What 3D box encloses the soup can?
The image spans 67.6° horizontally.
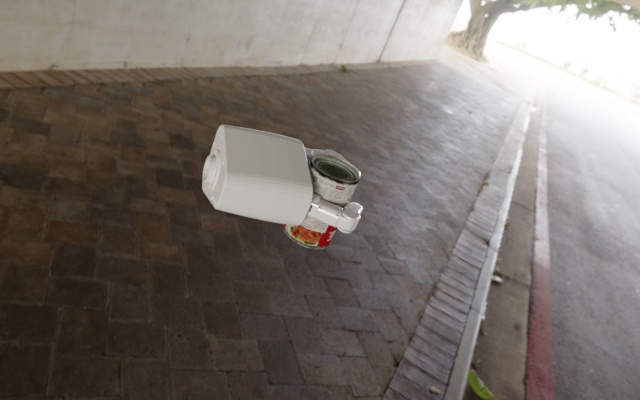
[{"bbox_3d":[0.001,0.002,0.614,0.068,0.102,0.068,19,25,-9],"label":"soup can"}]
